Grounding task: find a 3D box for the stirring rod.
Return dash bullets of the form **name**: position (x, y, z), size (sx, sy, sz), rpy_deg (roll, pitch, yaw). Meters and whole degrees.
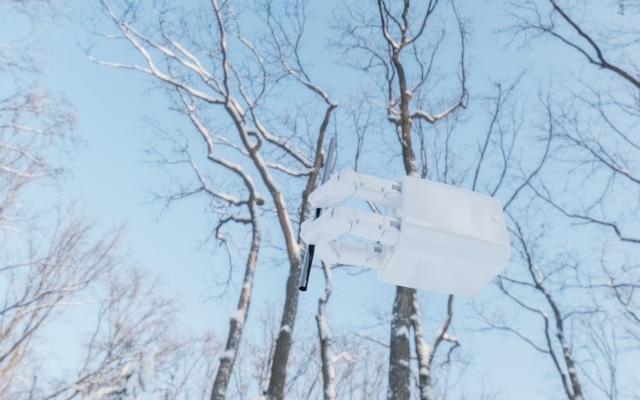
- **stirring rod**: position (0.000, 0.002, 0.529), size (0.011, 0.011, 0.239), rpy_deg (0, 42, 11)
